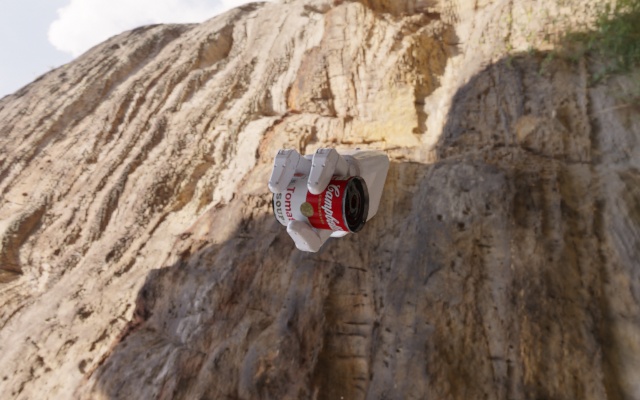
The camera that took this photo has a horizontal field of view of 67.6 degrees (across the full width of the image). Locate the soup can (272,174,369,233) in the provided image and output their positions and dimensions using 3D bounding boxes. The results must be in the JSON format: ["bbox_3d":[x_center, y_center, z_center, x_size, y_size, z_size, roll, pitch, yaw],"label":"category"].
[{"bbox_3d":[0.000,0.002,0.588,0.102,0.068,0.068,4,2,30],"label":"soup can"}]
